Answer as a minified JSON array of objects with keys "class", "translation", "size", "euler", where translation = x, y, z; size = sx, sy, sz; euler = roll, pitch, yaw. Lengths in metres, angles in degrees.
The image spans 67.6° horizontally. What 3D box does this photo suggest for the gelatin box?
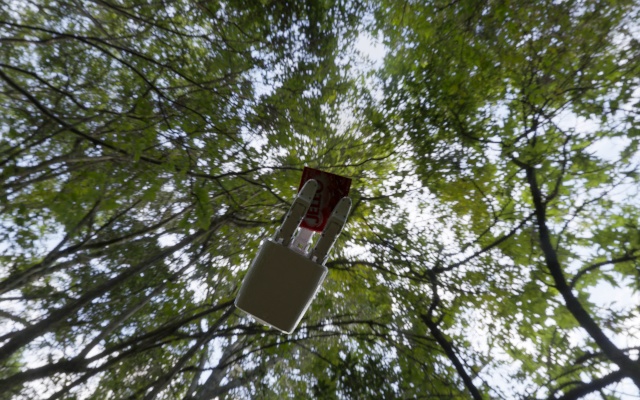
[{"class":"gelatin box","translation":[0.000,0.002,0.698],"size":[0.073,0.089,0.030],"euler":[15,-7,-3]}]
